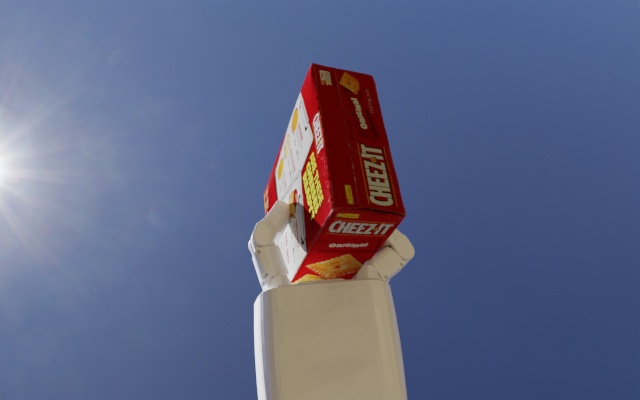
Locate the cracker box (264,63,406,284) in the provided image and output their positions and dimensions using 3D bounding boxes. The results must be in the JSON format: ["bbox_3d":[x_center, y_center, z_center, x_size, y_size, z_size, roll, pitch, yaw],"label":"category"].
[{"bbox_3d":[0.000,0.002,0.483,0.072,0.164,0.214,5,-35,-18],"label":"cracker box"}]
